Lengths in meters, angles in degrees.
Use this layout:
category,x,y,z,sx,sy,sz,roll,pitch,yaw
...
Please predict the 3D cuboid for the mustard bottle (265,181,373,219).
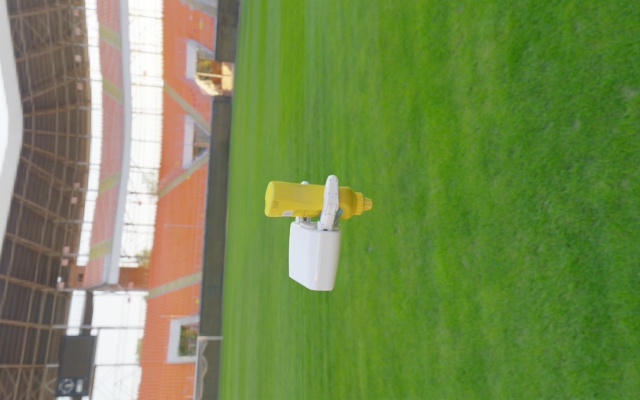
category,x,y,z,sx,sy,sz,roll,pitch,yaw
mustard bottle,0.000,0.002,0.856,0.191,0.058,0.096,3,-19,-13
